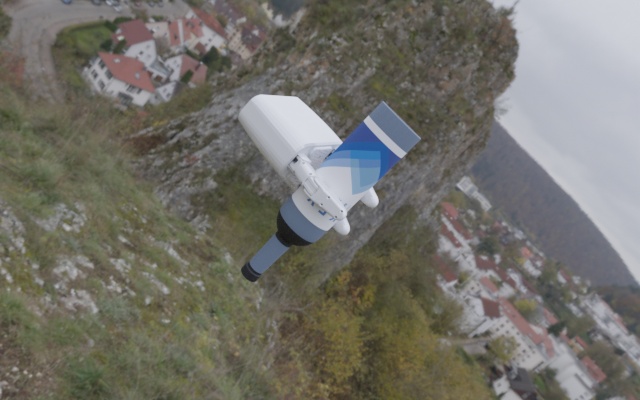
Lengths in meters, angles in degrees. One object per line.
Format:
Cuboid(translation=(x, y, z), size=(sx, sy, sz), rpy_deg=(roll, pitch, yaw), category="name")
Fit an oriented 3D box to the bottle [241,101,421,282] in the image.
Cuboid(translation=(0.000, 0.002, 0.624), size=(0.296, 0.069, 0.069), rpy_deg=(-45, -14, 15), category="bottle")
